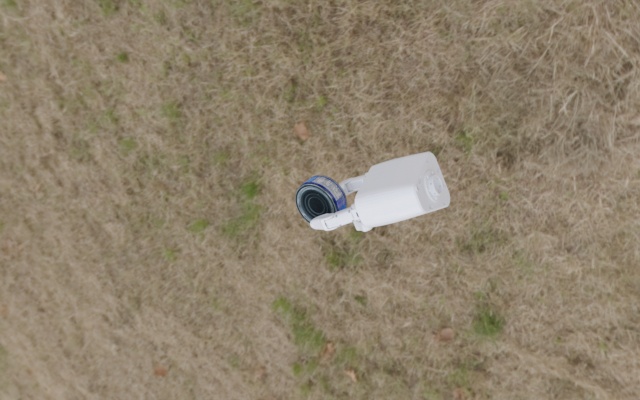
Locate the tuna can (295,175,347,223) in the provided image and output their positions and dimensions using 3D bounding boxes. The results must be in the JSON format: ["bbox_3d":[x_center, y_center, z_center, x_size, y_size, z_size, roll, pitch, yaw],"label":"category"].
[{"bbox_3d":[0.000,0.003,0.802,0.086,0.086,0.033,0,27,37],"label":"tuna can"}]
